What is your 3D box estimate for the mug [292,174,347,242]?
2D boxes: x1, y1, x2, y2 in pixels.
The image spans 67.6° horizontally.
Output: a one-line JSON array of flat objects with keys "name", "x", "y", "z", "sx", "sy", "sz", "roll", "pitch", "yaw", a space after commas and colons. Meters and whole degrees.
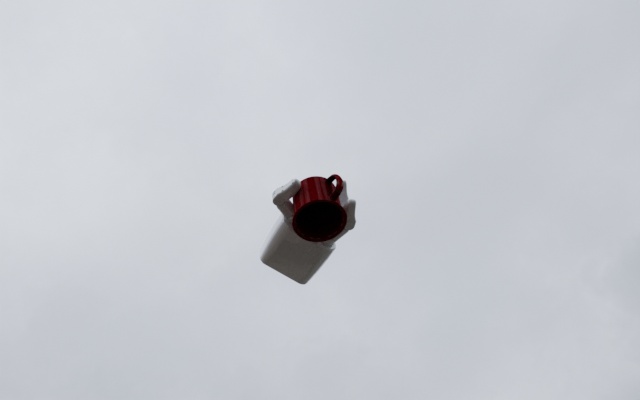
[{"name": "mug", "x": 0.001, "y": 0.001, "z": 0.822, "sx": 0.093, "sy": 0.117, "sz": 0.081, "roll": 22, "pitch": 31, "yaw": -23}]
